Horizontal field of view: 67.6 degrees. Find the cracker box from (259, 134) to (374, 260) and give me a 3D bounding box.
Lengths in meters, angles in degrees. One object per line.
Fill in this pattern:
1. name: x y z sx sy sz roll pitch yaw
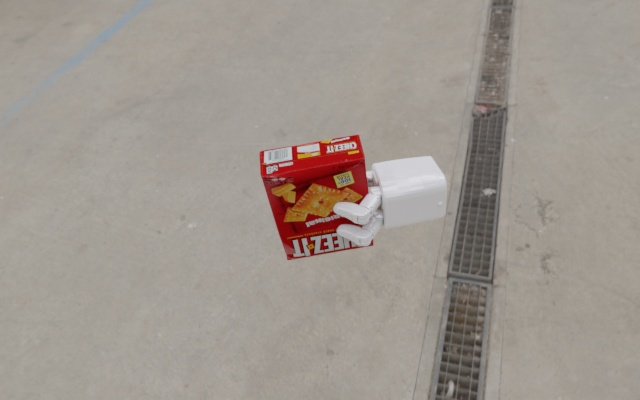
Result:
1. cracker box: 0.000 0.002 0.811 0.164 0.214 0.072 -10 44 2
